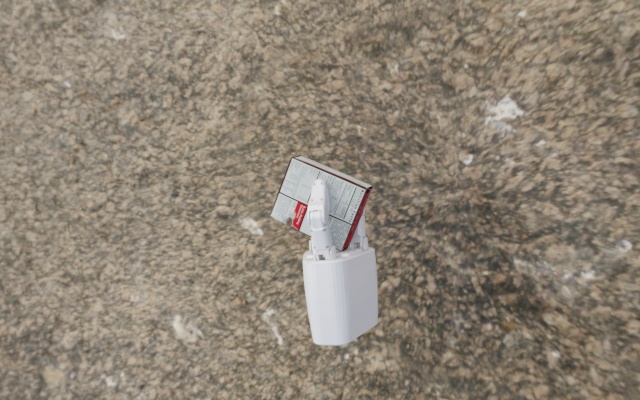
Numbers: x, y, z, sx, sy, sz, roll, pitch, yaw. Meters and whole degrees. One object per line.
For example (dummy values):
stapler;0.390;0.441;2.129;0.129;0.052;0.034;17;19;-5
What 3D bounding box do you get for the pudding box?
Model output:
pudding box;0.000;0.002;0.620;0.113;0.090;0.039;24;11;12
